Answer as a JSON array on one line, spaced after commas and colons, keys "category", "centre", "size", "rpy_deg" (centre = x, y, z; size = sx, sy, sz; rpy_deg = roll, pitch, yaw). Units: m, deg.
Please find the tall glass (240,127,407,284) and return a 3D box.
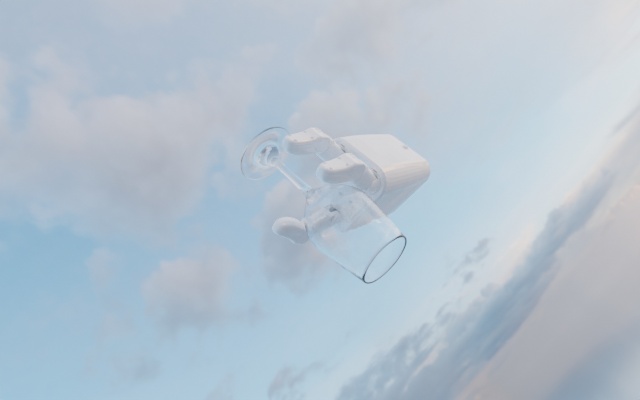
[{"category": "tall glass", "centre": [0.000, 0.001, 0.523], "size": [0.201, 0.079, 0.079], "rpy_deg": [42, 24, 29]}]
